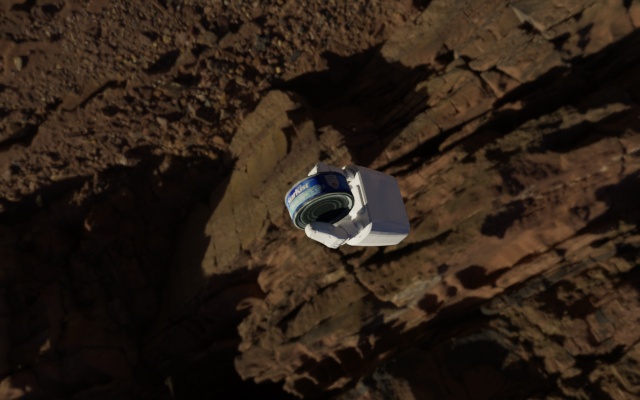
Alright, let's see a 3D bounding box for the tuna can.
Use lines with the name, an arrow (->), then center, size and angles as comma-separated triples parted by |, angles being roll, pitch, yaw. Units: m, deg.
tuna can -> 0.000, 0.002, 0.611 | 0.086, 0.033, 0.086 | -17, -30, -10
